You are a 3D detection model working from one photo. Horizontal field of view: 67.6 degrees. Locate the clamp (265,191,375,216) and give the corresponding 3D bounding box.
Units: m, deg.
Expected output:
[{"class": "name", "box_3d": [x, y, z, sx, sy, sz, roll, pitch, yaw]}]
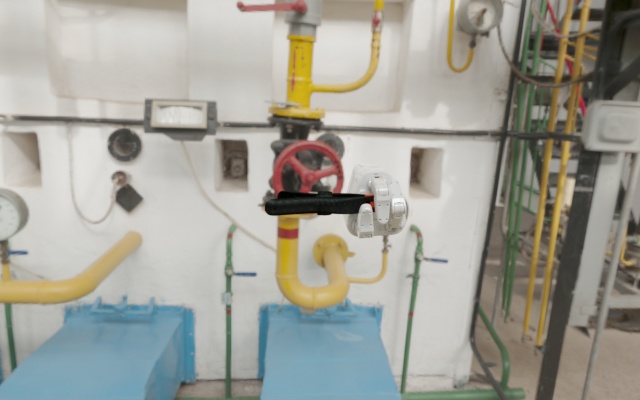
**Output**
[{"class": "clamp", "box_3d": [0.000, 0.002, 0.755, 0.171, 0.039, 0.120, 2, 14, -4]}]
